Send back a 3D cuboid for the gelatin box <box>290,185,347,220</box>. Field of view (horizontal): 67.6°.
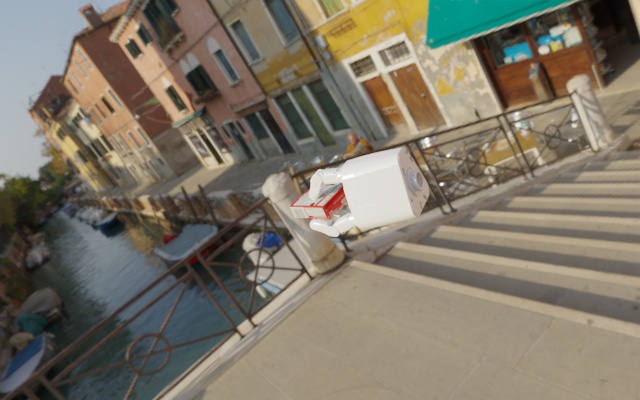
[{"bbox_3d":[0.000,0.002,0.866,0.089,0.030,0.073,0,33,44],"label":"gelatin box"}]
